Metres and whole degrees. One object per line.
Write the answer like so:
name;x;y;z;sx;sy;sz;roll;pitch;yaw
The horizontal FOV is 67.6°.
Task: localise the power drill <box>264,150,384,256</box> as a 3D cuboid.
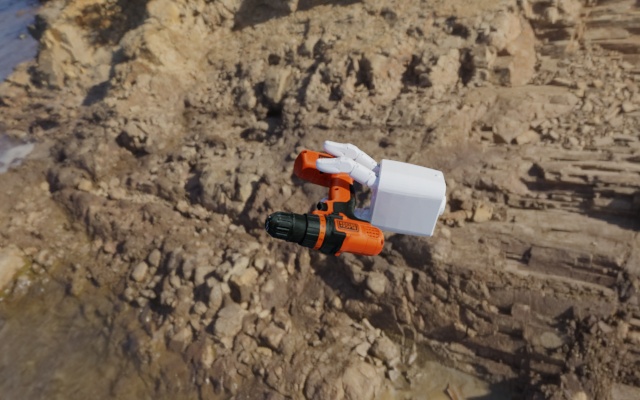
power drill;0.000;0.002;0.756;0.184;0.187;0.057;13;-47;-20
